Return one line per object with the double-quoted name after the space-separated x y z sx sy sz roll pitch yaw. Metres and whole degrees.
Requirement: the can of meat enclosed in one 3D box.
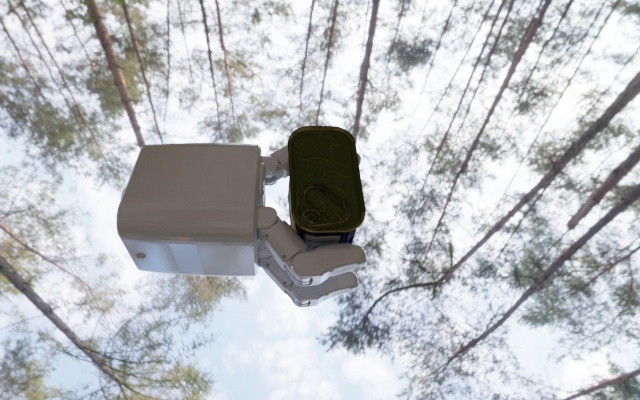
0.000 0.001 0.413 0.057 0.102 0.084 -1 -32 -7 "can of meat"
